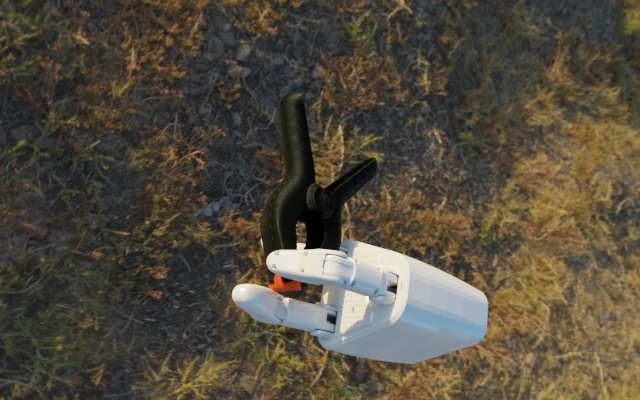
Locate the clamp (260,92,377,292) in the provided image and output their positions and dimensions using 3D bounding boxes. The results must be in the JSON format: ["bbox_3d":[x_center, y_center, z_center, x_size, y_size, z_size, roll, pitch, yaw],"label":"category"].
[{"bbox_3d":[0.000,0.001,0.419,0.120,0.171,0.039,23,-24,-30],"label":"clamp"}]
